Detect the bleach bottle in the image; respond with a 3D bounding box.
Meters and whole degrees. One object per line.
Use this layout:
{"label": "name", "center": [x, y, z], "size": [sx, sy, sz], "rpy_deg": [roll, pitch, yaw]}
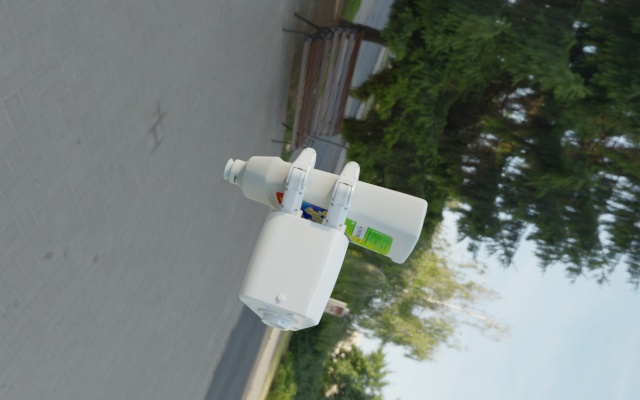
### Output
{"label": "bleach bottle", "center": [0.000, 0.002, 0.607], "size": [0.251, 0.068, 0.103], "rpy_deg": [18, -25, 5]}
